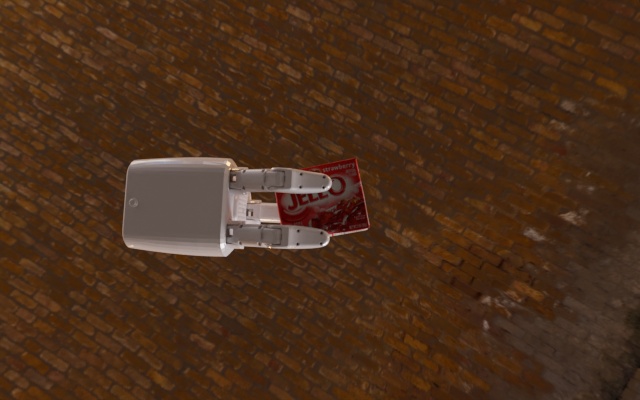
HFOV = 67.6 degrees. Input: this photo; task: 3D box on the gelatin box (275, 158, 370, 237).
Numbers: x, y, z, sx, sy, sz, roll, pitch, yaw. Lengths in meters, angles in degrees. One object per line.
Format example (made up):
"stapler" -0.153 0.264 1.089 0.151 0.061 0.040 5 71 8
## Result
"gelatin box" 0.000 0.002 0.491 0.089 0.073 0.030 -11 -6 0
